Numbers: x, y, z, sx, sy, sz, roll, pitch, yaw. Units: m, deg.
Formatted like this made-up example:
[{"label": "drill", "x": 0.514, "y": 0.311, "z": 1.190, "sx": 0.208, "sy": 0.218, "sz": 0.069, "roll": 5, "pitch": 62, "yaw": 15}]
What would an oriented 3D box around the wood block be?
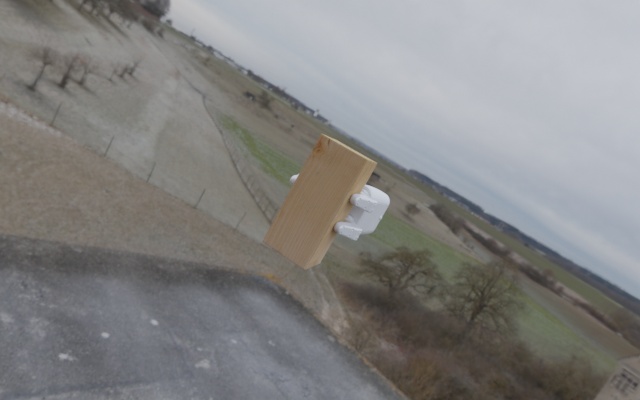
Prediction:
[{"label": "wood block", "x": 0.000, "y": 0.002, "z": 0.812, "sx": 0.091, "sy": 0.206, "sz": 0.090, "roll": 32, "pitch": 10, "yaw": 15}]
